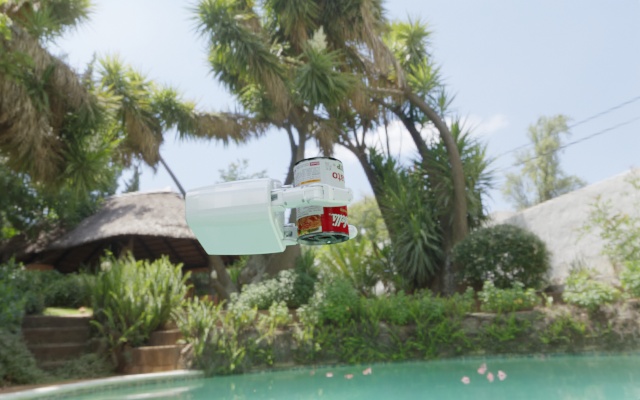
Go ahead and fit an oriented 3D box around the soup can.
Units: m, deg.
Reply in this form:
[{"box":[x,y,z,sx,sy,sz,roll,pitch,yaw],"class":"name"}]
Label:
[{"box":[0.001,0.002,0.618,0.068,0.102,0.068,-3,-16,-1],"class":"soup can"}]
